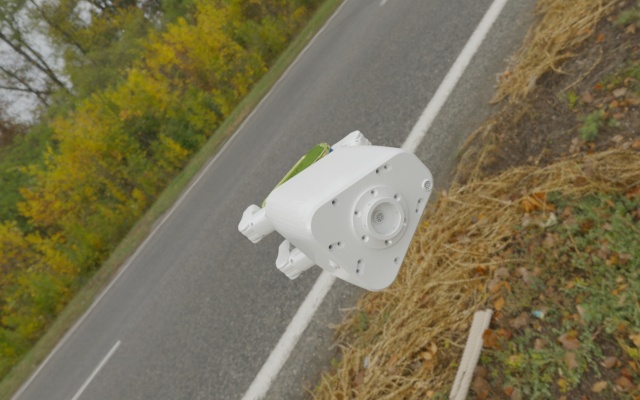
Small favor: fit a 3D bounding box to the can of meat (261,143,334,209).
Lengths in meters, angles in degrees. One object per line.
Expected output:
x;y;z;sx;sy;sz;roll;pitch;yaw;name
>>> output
0.000;0.001;0.508;0.084;0.102;0.057;43;-7;-20;can of meat
